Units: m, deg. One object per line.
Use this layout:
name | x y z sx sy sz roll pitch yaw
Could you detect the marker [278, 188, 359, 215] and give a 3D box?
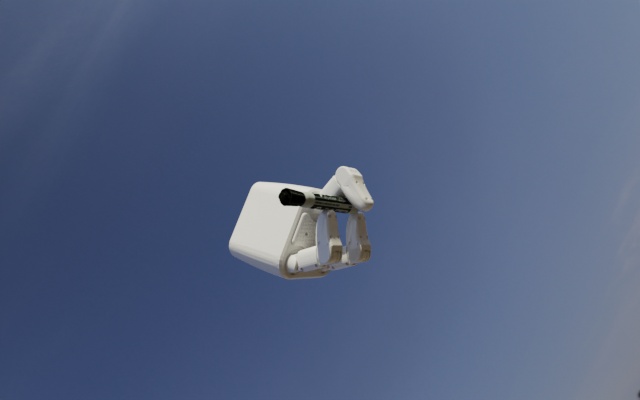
marker | 0.000 0.002 0.526 0.020 0.020 0.121 0 -6 42
